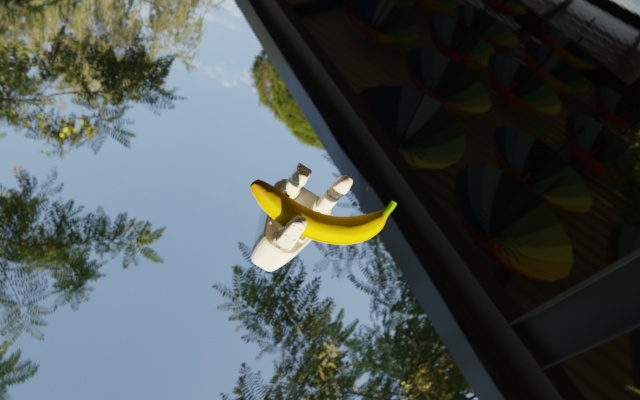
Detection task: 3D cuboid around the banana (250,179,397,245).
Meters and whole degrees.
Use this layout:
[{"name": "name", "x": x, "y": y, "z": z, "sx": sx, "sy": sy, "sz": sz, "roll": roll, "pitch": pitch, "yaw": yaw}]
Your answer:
[{"name": "banana", "x": 0.001, "y": 0.021, "z": 0.632, "sx": 0.198, "sy": 0.069, "sz": 0.037, "roll": 8, "pitch": -10, "yaw": -12}]
